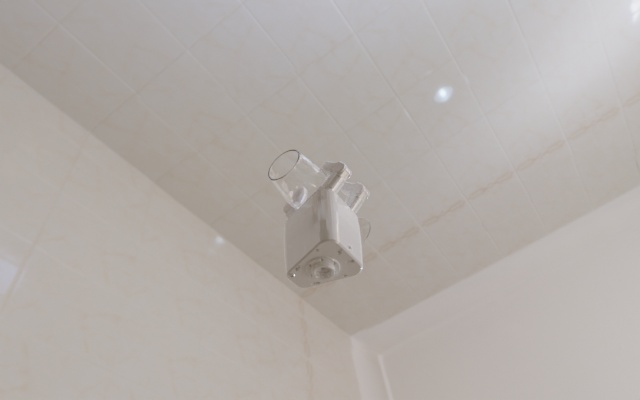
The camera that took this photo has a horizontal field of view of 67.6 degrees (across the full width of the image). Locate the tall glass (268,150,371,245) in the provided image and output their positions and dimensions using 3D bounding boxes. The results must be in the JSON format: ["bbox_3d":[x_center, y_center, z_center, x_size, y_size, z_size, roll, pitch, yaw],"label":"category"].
[{"bbox_3d":[0.000,0.003,0.796,0.079,0.079,0.201,0,-36,46],"label":"tall glass"}]
